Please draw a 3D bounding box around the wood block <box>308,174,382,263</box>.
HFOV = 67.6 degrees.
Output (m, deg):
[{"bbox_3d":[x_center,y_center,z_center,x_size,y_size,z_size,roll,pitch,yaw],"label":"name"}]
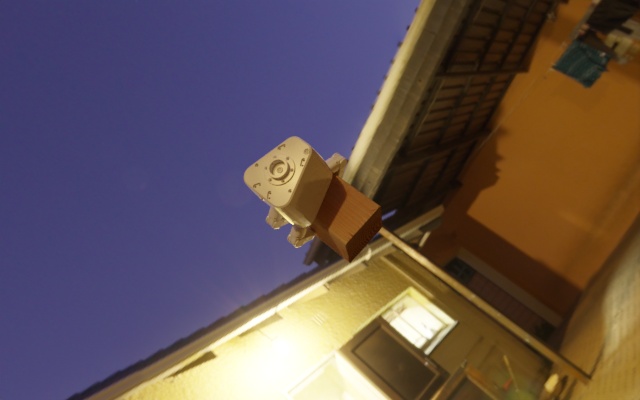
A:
[{"bbox_3d":[0.000,0.002,0.842,0.206,0.091,0.090,37,-16,24],"label":"wood block"}]
